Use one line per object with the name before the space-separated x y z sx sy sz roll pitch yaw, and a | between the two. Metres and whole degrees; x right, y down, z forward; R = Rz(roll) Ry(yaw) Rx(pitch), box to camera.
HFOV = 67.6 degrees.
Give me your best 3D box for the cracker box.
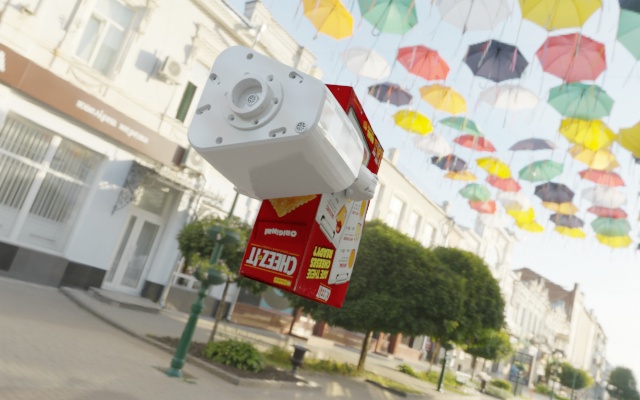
cracker box | 0.000 0.002 0.540 0.072 0.213 0.164 12 -14 22
